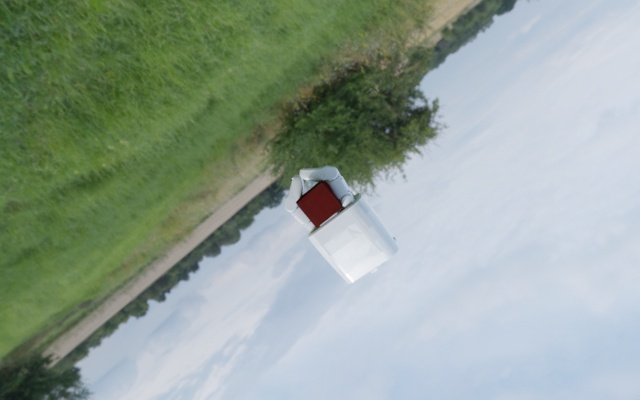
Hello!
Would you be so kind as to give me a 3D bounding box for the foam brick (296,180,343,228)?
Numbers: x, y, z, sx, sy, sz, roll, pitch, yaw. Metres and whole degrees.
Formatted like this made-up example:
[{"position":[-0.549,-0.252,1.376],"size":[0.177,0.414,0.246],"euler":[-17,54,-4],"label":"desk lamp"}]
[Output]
[{"position":[0.000,0.002,0.747],"size":[0.053,0.051,0.078],"euler":[-38,3,7],"label":"foam brick"}]
